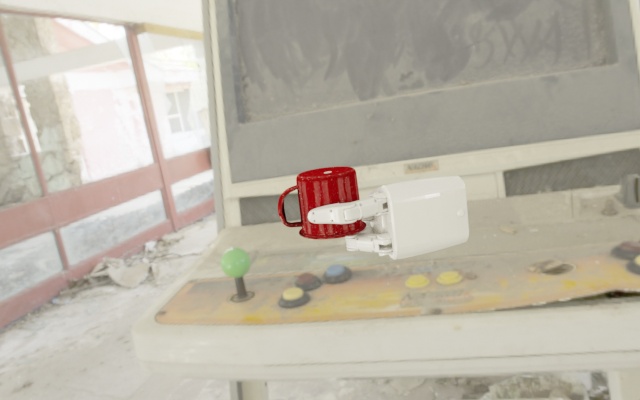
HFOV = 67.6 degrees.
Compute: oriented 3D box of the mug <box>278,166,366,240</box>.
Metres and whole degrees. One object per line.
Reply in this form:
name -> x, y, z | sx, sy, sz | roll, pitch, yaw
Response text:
mug -> -0.001, 0.002, 0.642 | 0.117, 0.081, 0.093 | -9, 12, -10
